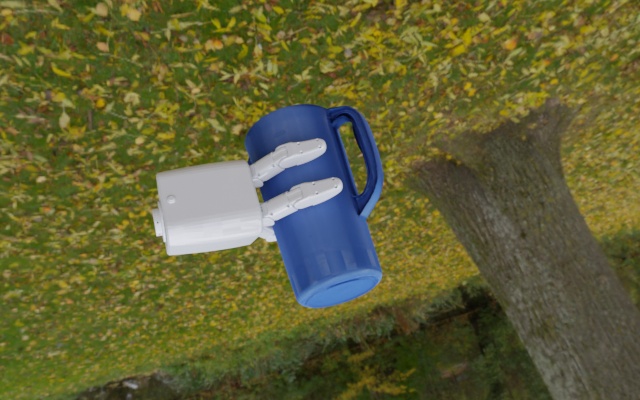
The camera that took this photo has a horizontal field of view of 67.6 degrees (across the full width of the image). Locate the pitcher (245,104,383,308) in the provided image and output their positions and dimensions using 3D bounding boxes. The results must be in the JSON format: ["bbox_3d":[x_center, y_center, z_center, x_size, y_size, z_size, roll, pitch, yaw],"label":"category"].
[{"bbox_3d":[0.000,0.002,0.613,0.145,0.242,0.149,-8,-27,-20],"label":"pitcher"}]
